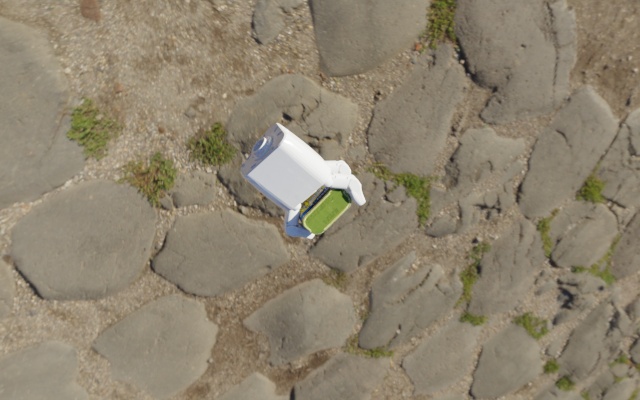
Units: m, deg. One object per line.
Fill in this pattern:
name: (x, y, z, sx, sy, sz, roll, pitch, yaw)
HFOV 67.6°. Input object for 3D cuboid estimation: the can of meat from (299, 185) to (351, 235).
can of meat: (0.000, 0.003, 0.871, 0.057, 0.102, 0.084, 41, 7, -29)
